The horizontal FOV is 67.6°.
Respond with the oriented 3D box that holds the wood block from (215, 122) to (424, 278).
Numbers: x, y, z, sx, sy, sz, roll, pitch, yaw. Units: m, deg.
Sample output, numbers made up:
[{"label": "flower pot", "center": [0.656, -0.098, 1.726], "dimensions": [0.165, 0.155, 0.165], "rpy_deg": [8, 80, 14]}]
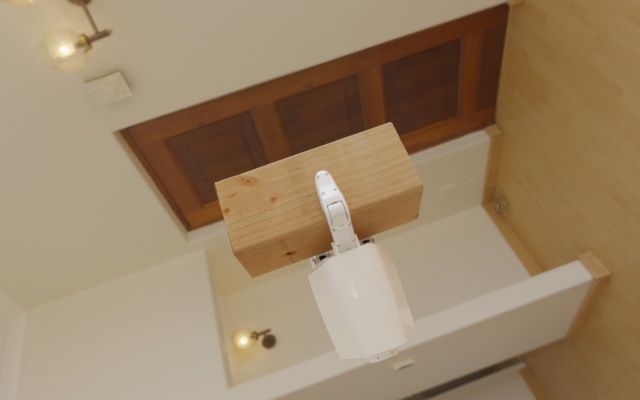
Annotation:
[{"label": "wood block", "center": [0.000, 0.002, 0.540], "dimensions": [0.206, 0.090, 0.091], "rpy_deg": [-19, -26, -3]}]
